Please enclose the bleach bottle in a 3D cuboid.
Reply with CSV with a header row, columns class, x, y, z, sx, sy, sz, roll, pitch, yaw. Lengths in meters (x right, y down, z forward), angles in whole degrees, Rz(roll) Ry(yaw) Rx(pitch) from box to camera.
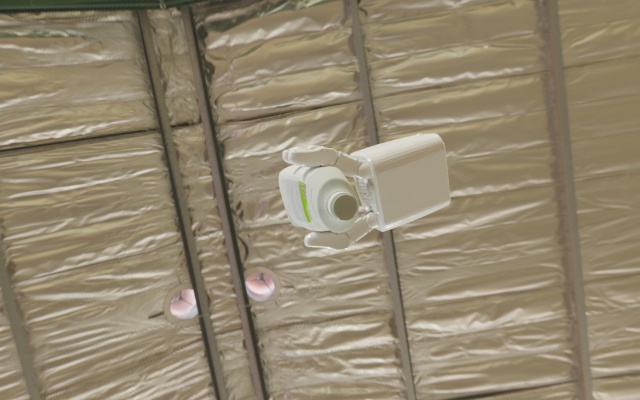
class,x,y,z,sx,sy,sz,roll,pitch,yaw
bleach bottle,0.000,0.002,0.635,0.068,0.102,0.251,-19,10,-11
